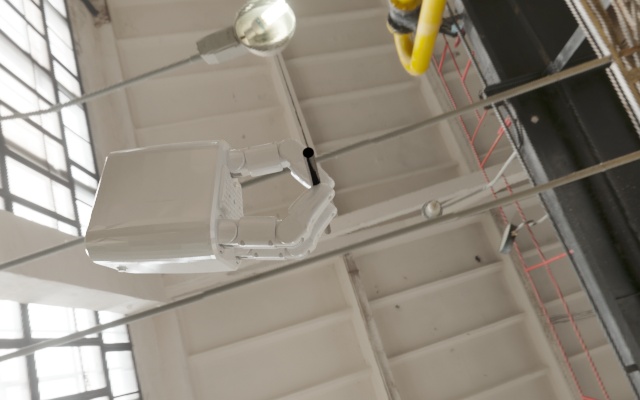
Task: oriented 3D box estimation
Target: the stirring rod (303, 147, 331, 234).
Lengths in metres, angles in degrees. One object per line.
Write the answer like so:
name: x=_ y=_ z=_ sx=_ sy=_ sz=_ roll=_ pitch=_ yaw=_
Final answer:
stirring rod: x=0.000 y=0.001 z=0.441 sx=0.011 sy=0.011 sz=0.240 roll=0 pitch=-16 yaw=4
